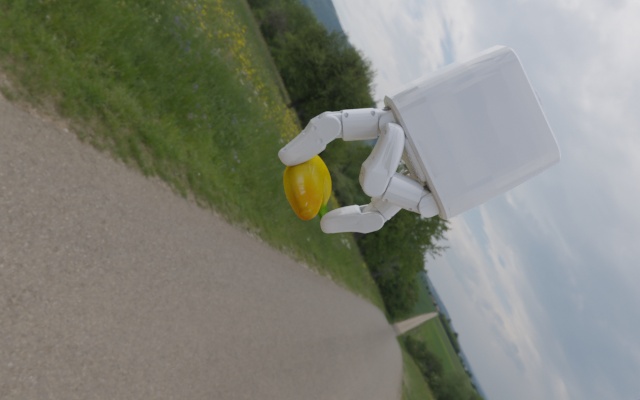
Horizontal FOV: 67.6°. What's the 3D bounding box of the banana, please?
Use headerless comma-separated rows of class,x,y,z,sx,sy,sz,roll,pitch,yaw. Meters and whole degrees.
banana,-0.008,-0.015,0.464,0.037,0.069,0.198,-26,-5,5
